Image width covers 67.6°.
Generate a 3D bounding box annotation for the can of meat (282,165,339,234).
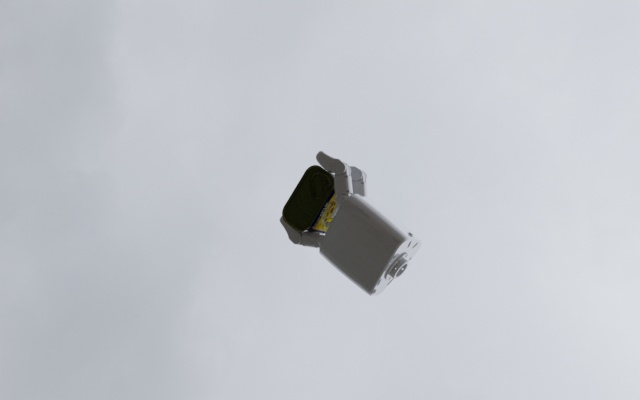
[{"bbox_3d":[0.000,0.003,0.756,0.057,0.102,0.084,36,10,29],"label":"can of meat"}]
